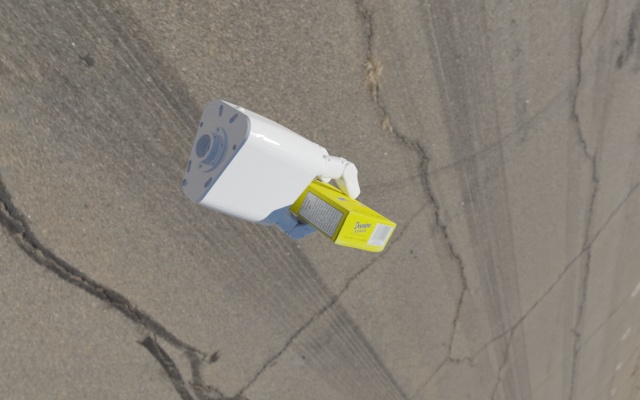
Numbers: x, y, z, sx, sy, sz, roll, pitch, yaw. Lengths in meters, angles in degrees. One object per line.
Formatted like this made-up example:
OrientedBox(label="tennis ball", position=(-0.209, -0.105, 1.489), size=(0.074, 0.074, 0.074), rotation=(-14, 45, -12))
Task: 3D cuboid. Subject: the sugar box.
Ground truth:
OrientedBox(label="sugar box", position=(0.000, 0.001, 0.601), size=(0.093, 0.048, 0.176), rotation=(16, 15, -46))
